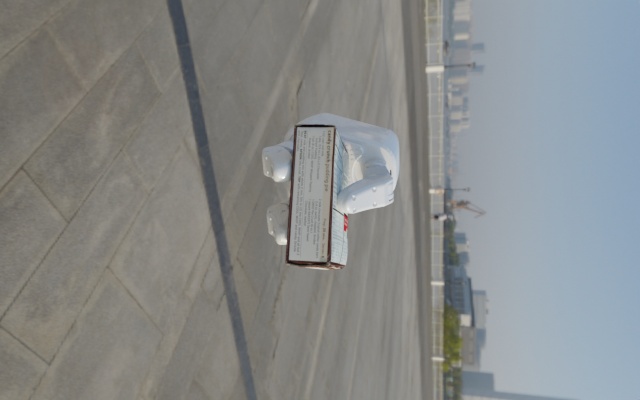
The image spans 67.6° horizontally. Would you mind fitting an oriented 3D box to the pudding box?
[{"bbox_3d":[0.000,0.001,0.406,0.039,0.113,0.090,-1,-10,11],"label":"pudding box"}]
